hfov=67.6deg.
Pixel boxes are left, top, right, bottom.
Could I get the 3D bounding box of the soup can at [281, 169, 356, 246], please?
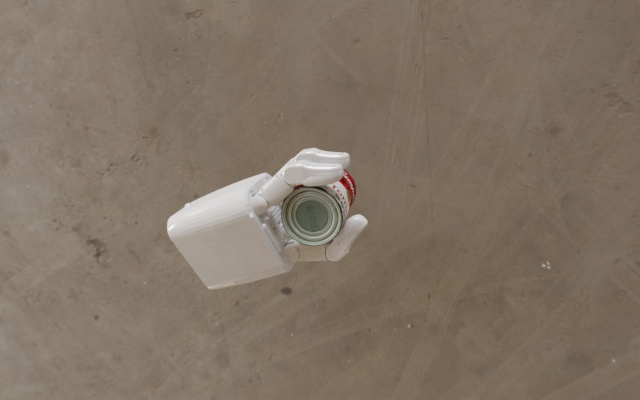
[{"bbox_3d":[0.001,0.002,0.538,0.068,0.068,0.102,0,18,12],"label":"soup can"}]
